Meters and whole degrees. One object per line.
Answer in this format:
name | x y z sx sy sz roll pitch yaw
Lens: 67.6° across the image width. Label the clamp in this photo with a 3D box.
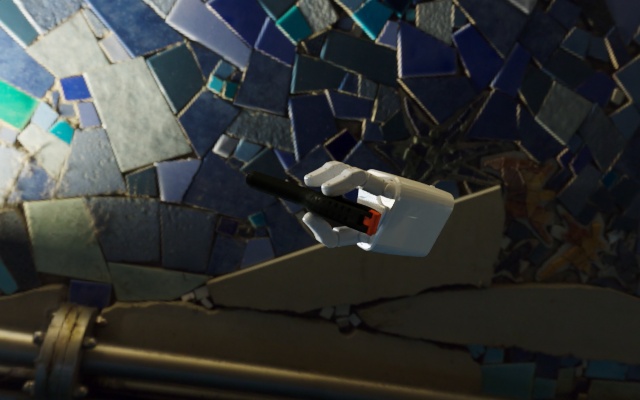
clamp | 0.000 0.003 0.638 0.164 0.036 0.210 13 7 -28
